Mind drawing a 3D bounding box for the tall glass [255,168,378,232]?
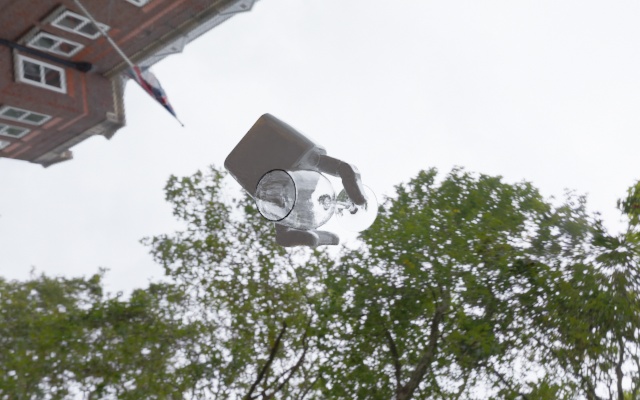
[{"bbox_3d":[0.001,0.002,0.635,0.079,0.079,0.201,0,-5,32],"label":"tall glass"}]
